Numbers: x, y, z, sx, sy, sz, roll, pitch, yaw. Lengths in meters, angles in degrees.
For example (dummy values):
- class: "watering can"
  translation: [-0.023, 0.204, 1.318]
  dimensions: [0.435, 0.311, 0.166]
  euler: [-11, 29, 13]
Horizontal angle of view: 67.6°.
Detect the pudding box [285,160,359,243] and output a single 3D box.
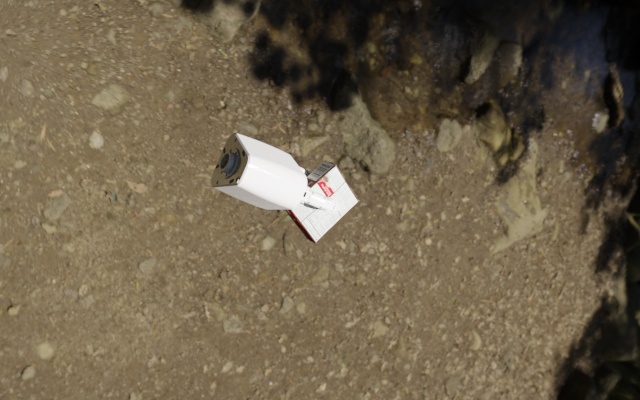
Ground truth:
- class: "pudding box"
  translation: [0.000, 0.003, 0.814]
  dimensions: [0.113, 0.090, 0.039]
  euler: [-42, 32, -13]
